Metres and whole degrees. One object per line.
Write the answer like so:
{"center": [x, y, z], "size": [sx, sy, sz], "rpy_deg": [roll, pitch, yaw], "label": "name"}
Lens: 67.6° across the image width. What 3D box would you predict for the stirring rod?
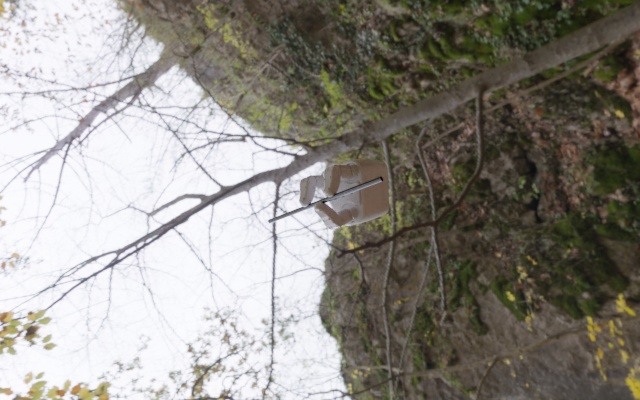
{"center": [0.000, 0.003, 0.784], "size": [0.239, 0.011, 0.011], "rpy_deg": [-21, -13, 36], "label": "stirring rod"}
